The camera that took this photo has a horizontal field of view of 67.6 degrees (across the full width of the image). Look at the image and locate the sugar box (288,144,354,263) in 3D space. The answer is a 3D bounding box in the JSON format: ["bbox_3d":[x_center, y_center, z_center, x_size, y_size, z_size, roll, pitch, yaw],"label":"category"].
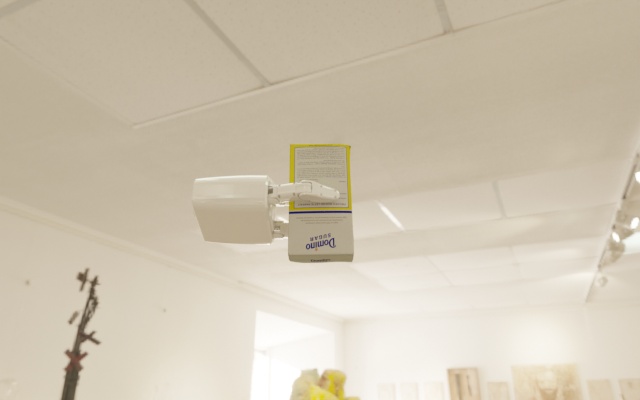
[{"bbox_3d":[0.000,0.002,0.700,0.093,0.176,0.048,0,-22,1],"label":"sugar box"}]
